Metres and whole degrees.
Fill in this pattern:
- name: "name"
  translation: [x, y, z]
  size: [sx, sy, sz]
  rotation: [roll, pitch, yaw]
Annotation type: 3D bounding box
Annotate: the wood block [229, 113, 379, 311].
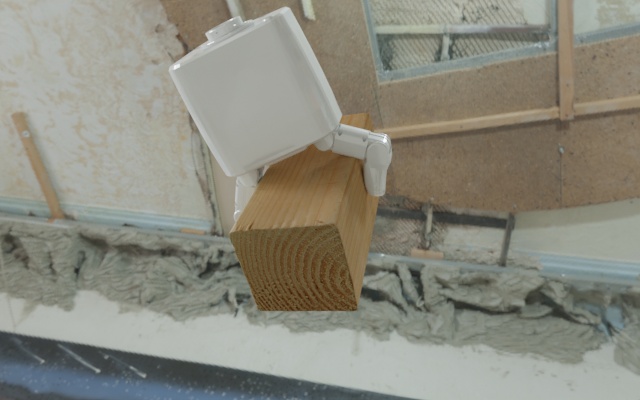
- name: "wood block"
  translation: [0.000, 0.001, 0.461]
  size: [0.091, 0.090, 0.206]
  rotation: [-4, 32, 17]
